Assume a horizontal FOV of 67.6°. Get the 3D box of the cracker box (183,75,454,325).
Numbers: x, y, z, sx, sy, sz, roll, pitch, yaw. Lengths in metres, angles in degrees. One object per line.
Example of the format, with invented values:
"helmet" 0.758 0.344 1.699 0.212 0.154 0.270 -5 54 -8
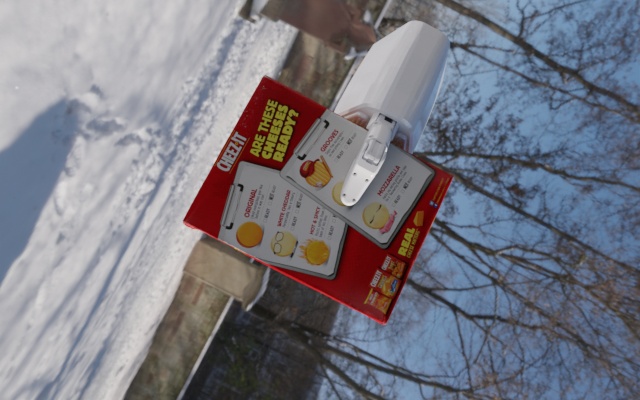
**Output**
"cracker box" 0.000 0.002 0.483 0.214 0.164 0.072 27 -11 -3
